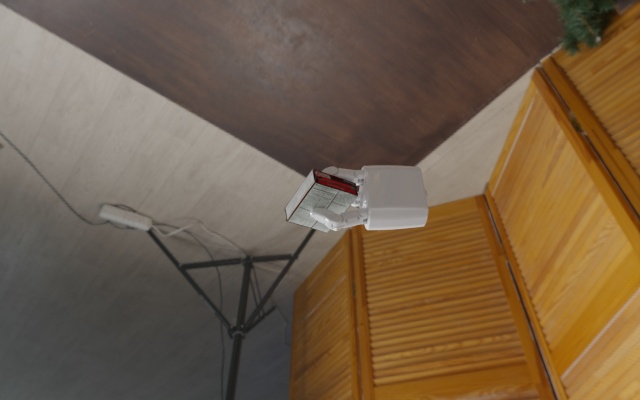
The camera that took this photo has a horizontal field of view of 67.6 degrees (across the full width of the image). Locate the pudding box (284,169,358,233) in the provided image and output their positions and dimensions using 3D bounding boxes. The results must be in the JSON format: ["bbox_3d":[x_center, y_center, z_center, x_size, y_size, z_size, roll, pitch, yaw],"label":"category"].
[{"bbox_3d":[0.000,0.003,0.854,0.090,0.039,0.113,18,-51,-25],"label":"pudding box"}]
